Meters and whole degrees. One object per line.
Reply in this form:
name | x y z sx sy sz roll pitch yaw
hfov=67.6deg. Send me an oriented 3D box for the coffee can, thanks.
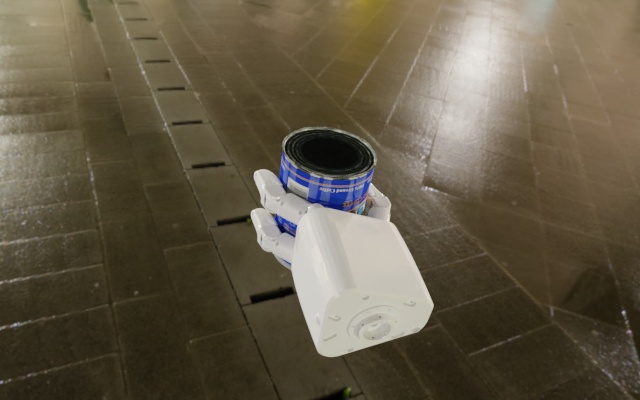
coffee can | 0.000 0.002 0.548 0.103 0.140 0.102 7 37 -5
